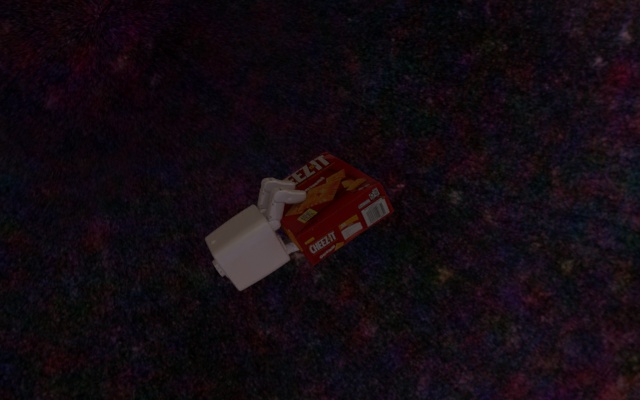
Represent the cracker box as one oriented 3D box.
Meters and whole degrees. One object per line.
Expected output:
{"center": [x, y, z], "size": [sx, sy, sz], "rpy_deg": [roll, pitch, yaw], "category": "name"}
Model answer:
{"center": [0.000, 0.003, 0.843], "size": [0.164, 0.072, 0.213], "rpy_deg": [-33, 30, -10], "category": "cracker box"}
